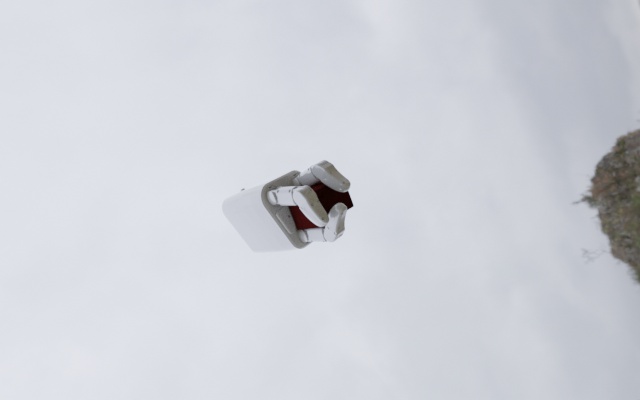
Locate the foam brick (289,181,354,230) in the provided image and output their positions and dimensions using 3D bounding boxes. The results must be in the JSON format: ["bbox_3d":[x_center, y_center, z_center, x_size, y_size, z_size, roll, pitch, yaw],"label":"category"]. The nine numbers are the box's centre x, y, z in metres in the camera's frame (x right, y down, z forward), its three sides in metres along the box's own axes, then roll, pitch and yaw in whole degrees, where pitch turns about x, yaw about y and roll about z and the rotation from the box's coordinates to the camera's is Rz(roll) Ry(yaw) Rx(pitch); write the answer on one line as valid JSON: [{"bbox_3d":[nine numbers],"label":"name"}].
[{"bbox_3d":[0.000,0.002,0.692,0.051,0.053,0.078,-10,14,43],"label":"foam brick"}]
